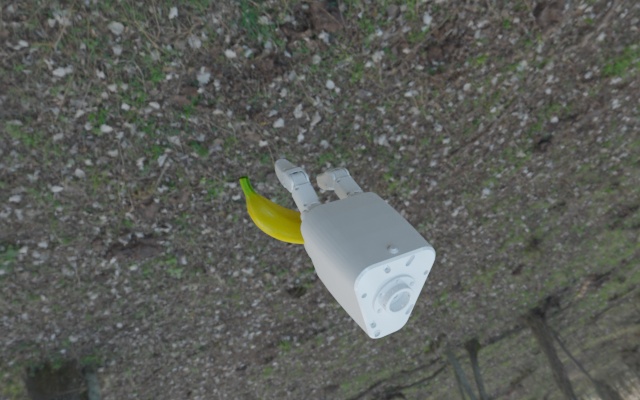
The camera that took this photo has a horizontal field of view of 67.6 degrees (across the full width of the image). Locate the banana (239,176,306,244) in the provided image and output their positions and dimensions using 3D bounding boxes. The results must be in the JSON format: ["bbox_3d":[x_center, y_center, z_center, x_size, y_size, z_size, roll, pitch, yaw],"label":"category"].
[{"bbox_3d":[-0.007,0.020,0.577,0.198,0.069,0.037,9,7,-32],"label":"banana"}]
